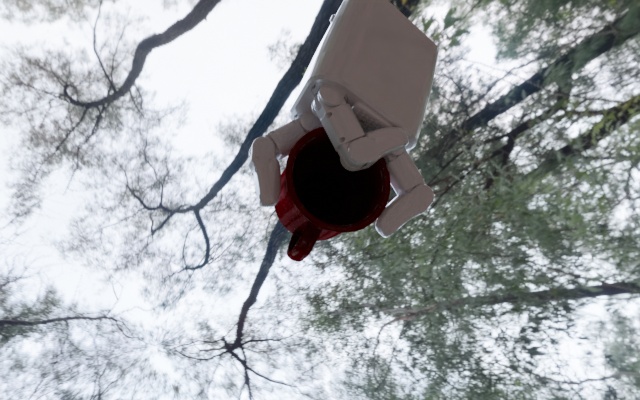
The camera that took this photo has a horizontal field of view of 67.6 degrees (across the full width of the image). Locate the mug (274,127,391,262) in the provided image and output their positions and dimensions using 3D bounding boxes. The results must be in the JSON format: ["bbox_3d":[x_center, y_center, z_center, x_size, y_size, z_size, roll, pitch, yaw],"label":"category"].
[{"bbox_3d":[0.000,0.003,0.429,0.093,0.117,0.081,25,-21,-10],"label":"mug"}]
